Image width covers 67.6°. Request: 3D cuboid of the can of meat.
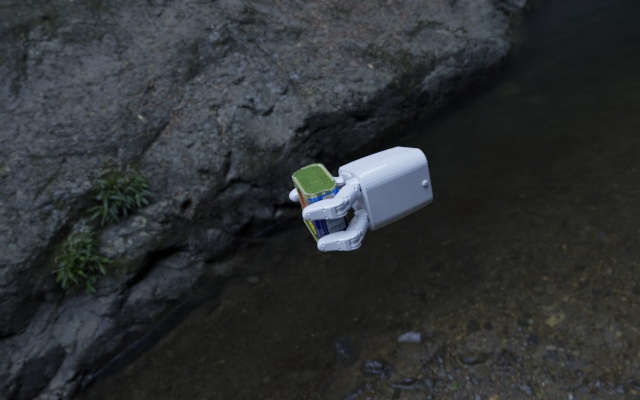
[{"bbox_3d":[0.000,0.002,0.713,0.057,0.084,0.102,-21,29,-8],"label":"can of meat"}]
